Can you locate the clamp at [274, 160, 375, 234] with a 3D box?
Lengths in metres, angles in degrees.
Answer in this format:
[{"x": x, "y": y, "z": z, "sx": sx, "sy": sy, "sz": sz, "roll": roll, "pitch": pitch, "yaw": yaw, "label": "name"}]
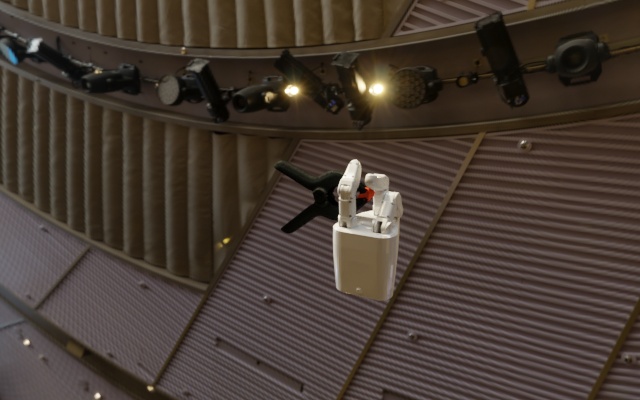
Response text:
[{"x": 0.001, "y": 0.002, "z": 0.759, "sx": 0.171, "sy": 0.120, "sz": 0.039, "roll": 8, "pitch": 19, "yaw": 28, "label": "clamp"}]
